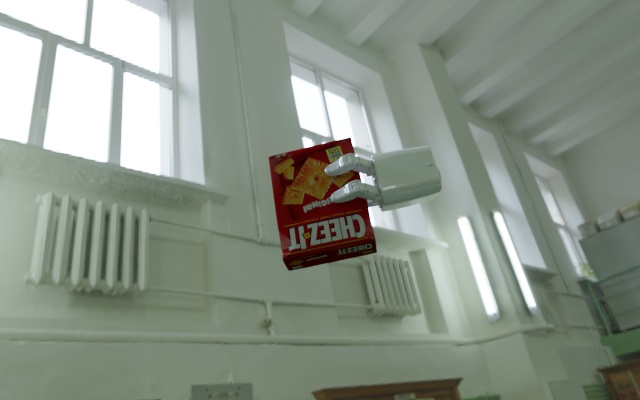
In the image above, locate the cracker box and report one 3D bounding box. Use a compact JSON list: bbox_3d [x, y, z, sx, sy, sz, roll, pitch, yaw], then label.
[{"bbox_3d":[0.000,0.003,0.868,0.164,0.213,0.072,-12,-28,3],"label":"cracker box"}]
